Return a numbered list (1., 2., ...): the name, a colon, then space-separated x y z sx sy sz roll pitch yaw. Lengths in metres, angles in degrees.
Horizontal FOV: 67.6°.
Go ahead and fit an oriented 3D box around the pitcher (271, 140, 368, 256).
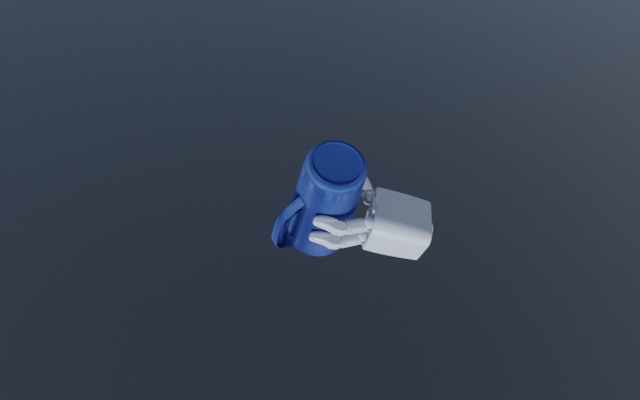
1. pitcher: 0.000 0.003 0.887 0.145 0.149 0.243 16 -31 -1
